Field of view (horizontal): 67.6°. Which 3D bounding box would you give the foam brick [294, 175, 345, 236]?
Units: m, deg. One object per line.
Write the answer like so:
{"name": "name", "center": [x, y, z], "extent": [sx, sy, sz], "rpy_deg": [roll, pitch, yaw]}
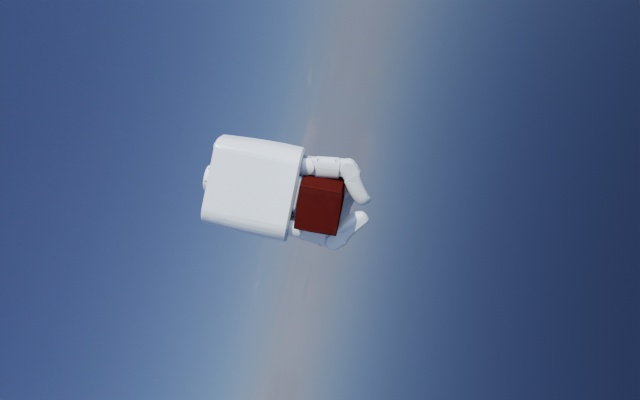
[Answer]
{"name": "foam brick", "center": [0.000, 0.002, 0.567], "extent": [0.051, 0.053, 0.078], "rpy_deg": [10, 17, 1]}
